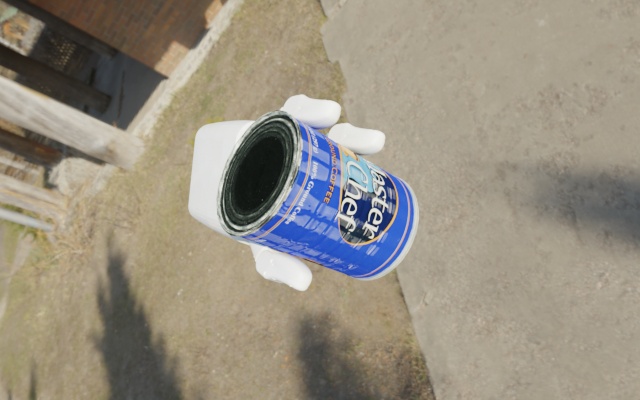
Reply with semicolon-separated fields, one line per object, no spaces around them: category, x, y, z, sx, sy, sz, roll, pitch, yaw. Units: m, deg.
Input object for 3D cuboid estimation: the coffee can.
coffee can;0.000;0.001;0.403;0.140;0.102;0.103;25;-16;-38
